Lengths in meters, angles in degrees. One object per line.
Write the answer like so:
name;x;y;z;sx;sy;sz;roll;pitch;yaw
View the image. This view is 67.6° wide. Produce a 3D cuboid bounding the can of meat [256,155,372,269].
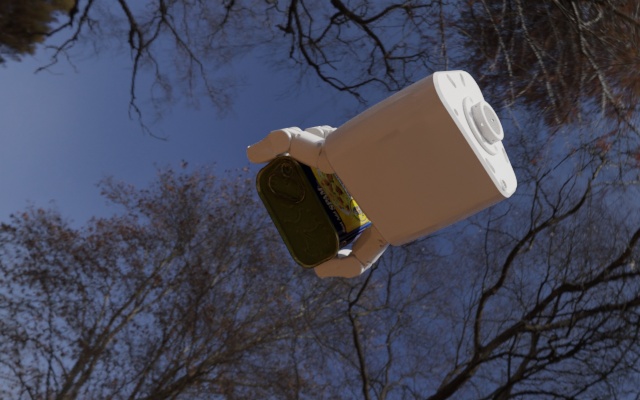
can of meat;0.000;0.002;0.456;0.057;0.102;0.084;-32;-5;37
